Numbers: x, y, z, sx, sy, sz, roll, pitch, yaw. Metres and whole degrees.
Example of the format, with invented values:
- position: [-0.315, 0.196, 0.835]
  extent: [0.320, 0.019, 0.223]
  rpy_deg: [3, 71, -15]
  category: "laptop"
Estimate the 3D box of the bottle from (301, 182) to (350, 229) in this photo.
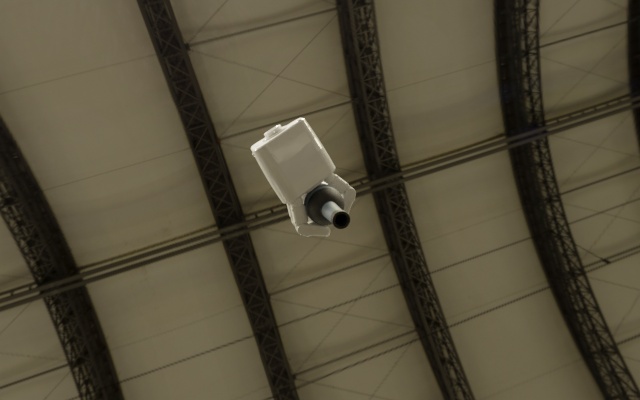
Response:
- position: [0.000, 0.003, 0.846]
  extent: [0.069, 0.069, 0.295]
  rpy_deg: [0, 10, -12]
  category: "bottle"
